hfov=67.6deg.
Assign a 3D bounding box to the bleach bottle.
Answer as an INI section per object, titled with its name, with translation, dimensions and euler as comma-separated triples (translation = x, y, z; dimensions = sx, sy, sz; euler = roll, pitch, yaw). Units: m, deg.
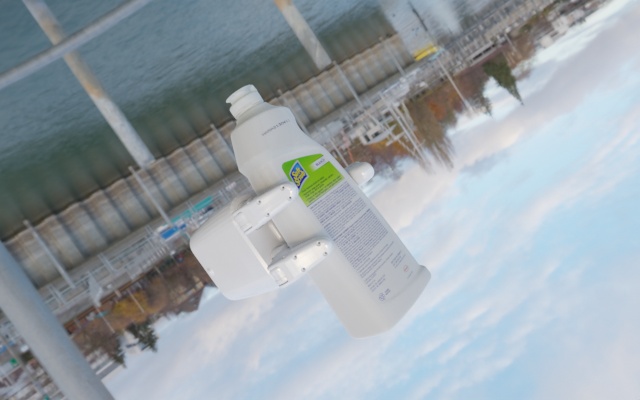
[bleach bottle]
translation = 0.000, 0.002, 0.452
dimensions = 0.068, 0.251, 0.102
euler = -30, 6, 46
